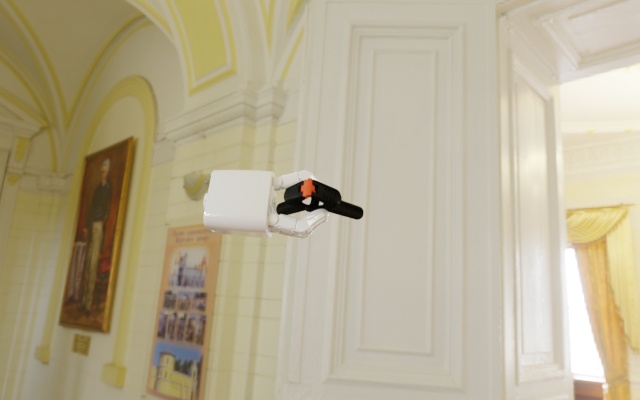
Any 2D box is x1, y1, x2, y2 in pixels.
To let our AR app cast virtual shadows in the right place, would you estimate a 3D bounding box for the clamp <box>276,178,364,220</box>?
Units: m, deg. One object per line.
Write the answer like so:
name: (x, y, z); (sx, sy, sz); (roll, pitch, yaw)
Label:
clamp: (0.000, 0.002, 0.815); (0.164, 0.036, 0.210); (3, -12, -1)
